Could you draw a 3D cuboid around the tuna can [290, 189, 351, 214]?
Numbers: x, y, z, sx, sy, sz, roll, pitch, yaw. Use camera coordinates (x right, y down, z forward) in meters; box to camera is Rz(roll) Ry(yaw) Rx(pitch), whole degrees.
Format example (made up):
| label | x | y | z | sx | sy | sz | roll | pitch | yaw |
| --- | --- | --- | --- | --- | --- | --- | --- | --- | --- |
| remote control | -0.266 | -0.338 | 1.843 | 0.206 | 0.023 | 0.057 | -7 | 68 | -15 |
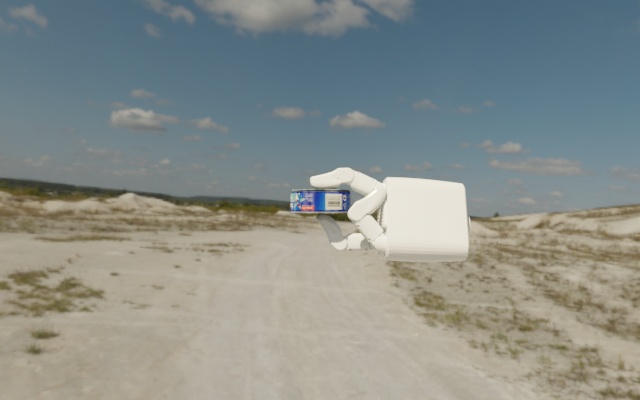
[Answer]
| label | x | y | z | sx | sy | sz | roll | pitch | yaw |
| --- | --- | --- | --- | --- | --- | --- | --- | --- | --- |
| tuna can | 0.000 | 0.002 | 0.674 | 0.086 | 0.034 | 0.086 | 0 | -1 | 0 |
